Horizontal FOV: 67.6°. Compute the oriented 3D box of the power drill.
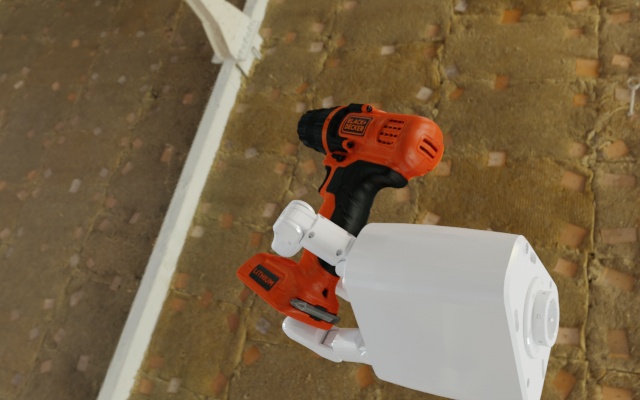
[{"bbox_3d":[0.000,0.002,0.419,0.057,0.187,0.184,29,-4,-32],"label":"power drill"}]
